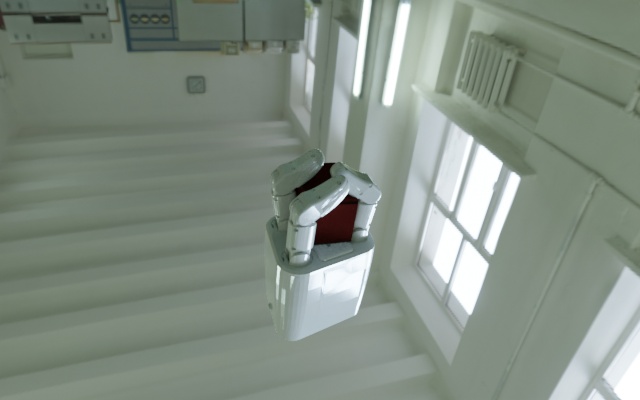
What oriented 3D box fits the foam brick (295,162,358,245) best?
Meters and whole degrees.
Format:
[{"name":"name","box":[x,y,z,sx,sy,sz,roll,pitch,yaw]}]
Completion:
[{"name":"foam brick","box":[0.000,0.001,0.502,0.053,0.051,0.078,-3,35,-16]}]
